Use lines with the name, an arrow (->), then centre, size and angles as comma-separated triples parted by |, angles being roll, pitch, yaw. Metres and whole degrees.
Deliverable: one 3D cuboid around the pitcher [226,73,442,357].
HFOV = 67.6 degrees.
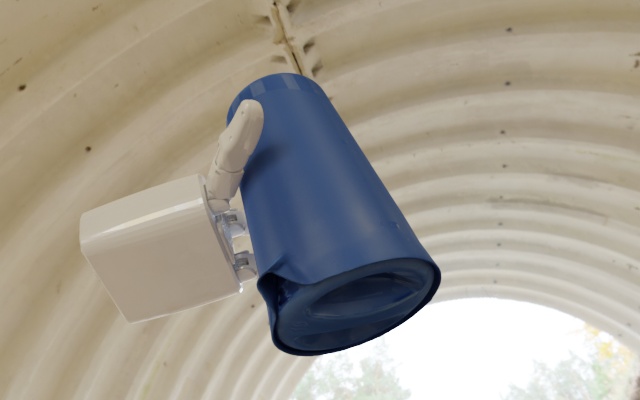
pitcher -> 0.000, 0.001, 0.426 | 0.145, 0.242, 0.149 | -18, -37, -6
